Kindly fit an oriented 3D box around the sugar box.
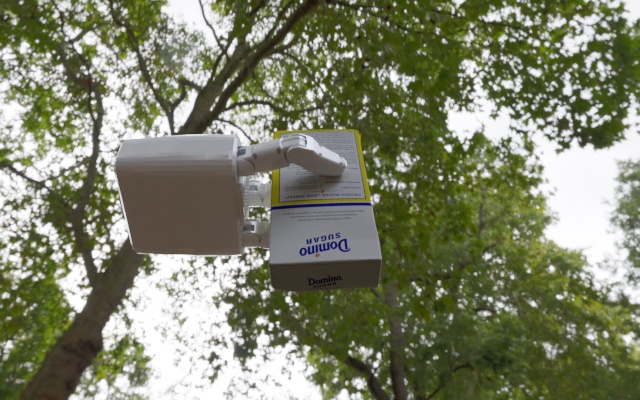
[{"bbox_3d":[0.000,0.002,0.451,0.093,0.176,0.048,-2,-43,-1],"label":"sugar box"}]
